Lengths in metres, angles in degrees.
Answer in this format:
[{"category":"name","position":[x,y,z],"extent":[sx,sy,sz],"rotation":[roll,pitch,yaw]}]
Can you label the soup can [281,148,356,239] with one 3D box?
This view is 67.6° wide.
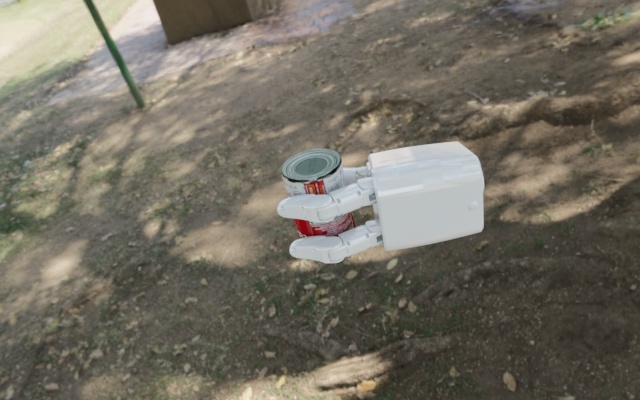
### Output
[{"category":"soup can","position":[0.000,0.002,0.534],"extent":[0.068,0.102,0.068],"rotation":[-10,33,6]}]
